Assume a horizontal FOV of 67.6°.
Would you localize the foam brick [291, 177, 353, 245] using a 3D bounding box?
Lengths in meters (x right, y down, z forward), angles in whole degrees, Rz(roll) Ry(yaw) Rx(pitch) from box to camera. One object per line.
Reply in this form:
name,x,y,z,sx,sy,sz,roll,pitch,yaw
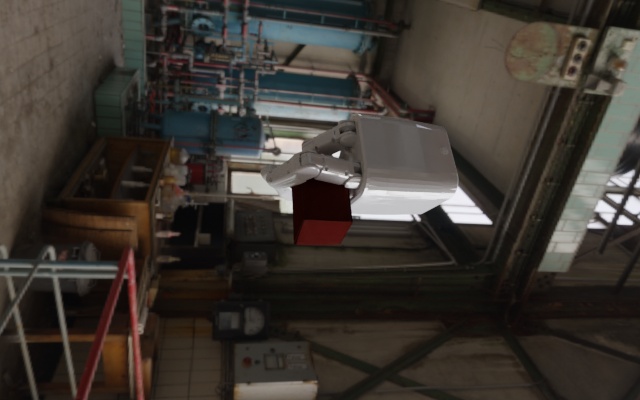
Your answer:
foam brick,0.000,0.002,0.501,0.051,0.078,0.053,4,-33,-13
